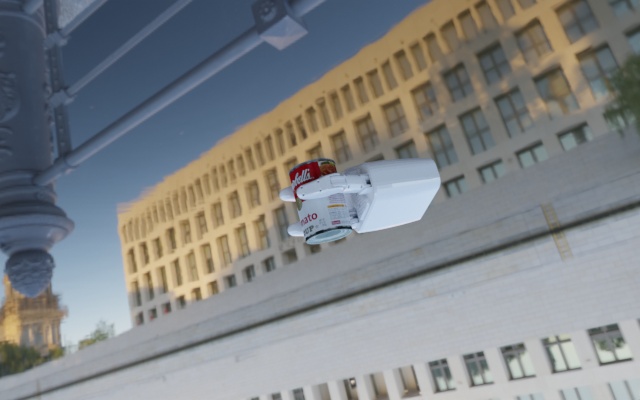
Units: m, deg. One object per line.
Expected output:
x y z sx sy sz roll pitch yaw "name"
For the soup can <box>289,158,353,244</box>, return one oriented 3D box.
0.000 0.002 0.658 0.068 0.102 0.068 -13 -17 -4 "soup can"
